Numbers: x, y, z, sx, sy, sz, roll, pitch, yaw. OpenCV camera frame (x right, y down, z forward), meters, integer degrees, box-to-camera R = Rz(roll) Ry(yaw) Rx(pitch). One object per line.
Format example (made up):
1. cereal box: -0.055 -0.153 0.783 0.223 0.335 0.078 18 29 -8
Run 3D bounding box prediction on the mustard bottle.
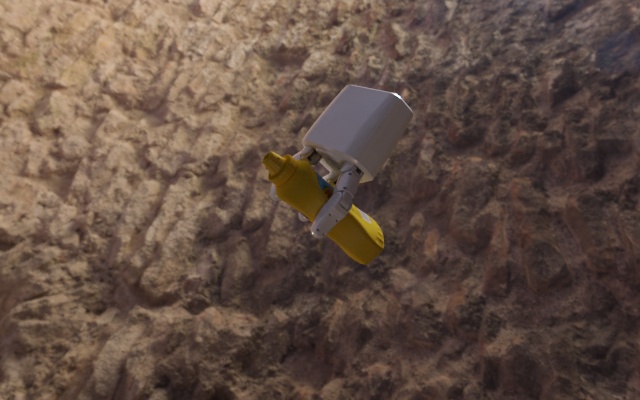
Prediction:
1. mustard bottle: 0.000 0.002 0.622 0.192 0.058 0.096 41 12 -28
